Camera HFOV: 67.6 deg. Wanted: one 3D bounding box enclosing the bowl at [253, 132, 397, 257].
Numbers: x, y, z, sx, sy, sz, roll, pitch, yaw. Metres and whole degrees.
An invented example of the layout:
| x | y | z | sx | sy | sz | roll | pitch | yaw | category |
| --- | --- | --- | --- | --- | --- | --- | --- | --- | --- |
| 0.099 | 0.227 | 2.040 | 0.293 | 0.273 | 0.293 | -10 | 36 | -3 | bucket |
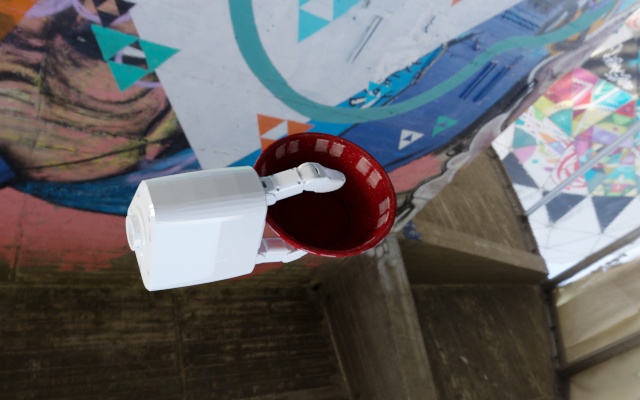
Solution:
| x | y | z | sx | sy | sz | roll | pitch | yaw | category |
| --- | --- | --- | --- | --- | --- | --- | --- | --- | --- |
| 0.001 | 0.002 | 0.532 | 0.162 | 0.162 | 0.055 | 0 | -33 | -17 | bowl |
